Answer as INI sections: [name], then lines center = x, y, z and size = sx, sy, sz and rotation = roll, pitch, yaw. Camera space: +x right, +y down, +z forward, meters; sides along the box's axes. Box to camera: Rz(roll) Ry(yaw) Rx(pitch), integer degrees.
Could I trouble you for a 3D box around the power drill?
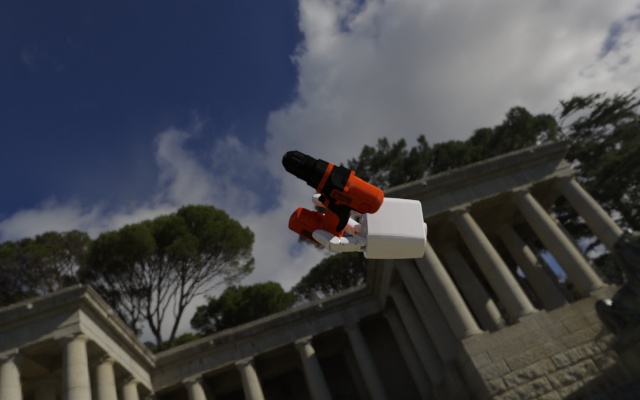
[power drill]
center = 0.000, 0.003, 0.857
size = 0.184, 0.057, 0.188
rotation = 27, -35, -1
